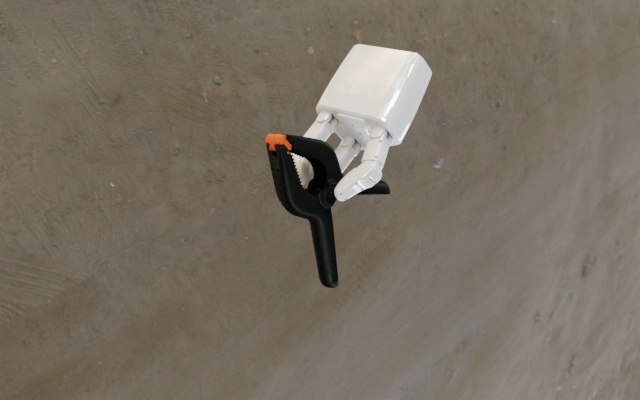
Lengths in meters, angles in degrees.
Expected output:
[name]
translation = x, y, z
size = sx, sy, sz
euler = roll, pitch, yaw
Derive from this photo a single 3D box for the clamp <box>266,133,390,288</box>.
[clamp]
translation = 0.000, 0.002, 0.575
size = 0.036, 0.164, 0.210
euler = 10, -22, 44
